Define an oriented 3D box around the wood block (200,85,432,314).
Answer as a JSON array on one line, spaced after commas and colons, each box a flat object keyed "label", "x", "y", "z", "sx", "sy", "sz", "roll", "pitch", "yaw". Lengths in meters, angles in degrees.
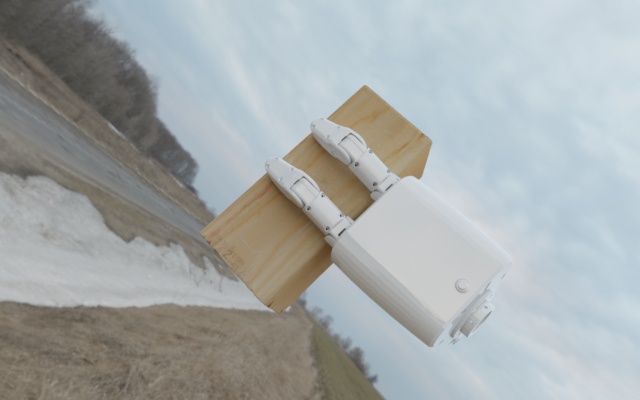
[{"label": "wood block", "x": 0.000, "y": 0.002, "z": 0.463, "sx": 0.090, "sy": 0.206, "sz": 0.091, "roll": 44, "pitch": -10, "yaw": 17}]
